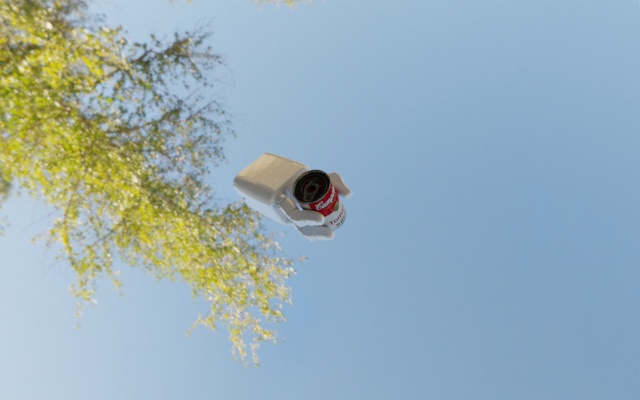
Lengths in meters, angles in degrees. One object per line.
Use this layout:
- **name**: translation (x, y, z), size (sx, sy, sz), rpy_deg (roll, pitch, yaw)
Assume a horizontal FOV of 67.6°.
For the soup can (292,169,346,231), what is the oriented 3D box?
- **soup can**: translation (0.001, 0.003, 0.835), size (0.068, 0.068, 0.102), rpy_deg (0, -32, 22)
